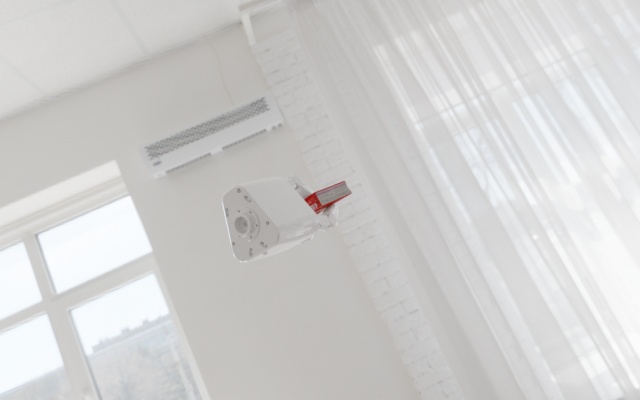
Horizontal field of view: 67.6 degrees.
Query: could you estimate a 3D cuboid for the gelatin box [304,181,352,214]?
[{"bbox_3d":[0.000,0.002,0.829,0.089,0.030,0.073,-24,-7,-47],"label":"gelatin box"}]
